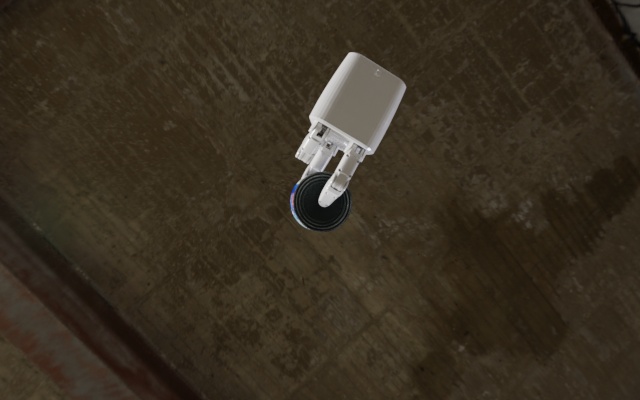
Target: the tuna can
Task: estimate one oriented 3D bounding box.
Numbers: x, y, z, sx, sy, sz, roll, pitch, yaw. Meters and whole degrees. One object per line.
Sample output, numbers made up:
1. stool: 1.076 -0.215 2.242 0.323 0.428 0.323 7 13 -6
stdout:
1. tuna can: 0.000 0.002 0.686 0.086 0.086 0.034 0 -1 -13
